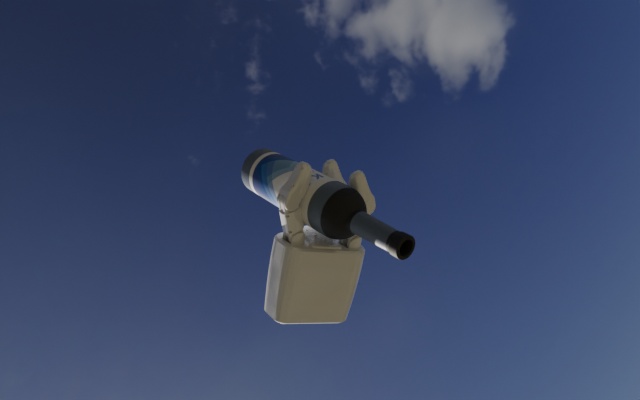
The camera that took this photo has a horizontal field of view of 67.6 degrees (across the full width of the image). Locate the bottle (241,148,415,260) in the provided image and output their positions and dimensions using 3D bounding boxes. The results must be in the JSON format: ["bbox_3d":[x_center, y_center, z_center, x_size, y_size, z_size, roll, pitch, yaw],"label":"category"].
[{"bbox_3d":[0.000,0.002,0.595,0.069,0.069,0.295,0,18,-39],"label":"bottle"}]
